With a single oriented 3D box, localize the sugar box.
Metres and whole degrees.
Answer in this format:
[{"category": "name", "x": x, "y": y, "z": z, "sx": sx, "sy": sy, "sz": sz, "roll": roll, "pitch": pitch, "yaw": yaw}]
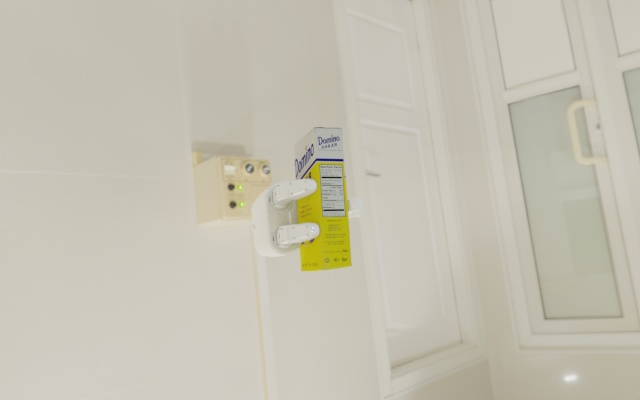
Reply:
[{"category": "sugar box", "x": 0.000, "y": 0.002, "z": 0.621, "sx": 0.048, "sy": 0.176, "sz": 0.093, "roll": -3, "pitch": -8, "yaw": -21}]
